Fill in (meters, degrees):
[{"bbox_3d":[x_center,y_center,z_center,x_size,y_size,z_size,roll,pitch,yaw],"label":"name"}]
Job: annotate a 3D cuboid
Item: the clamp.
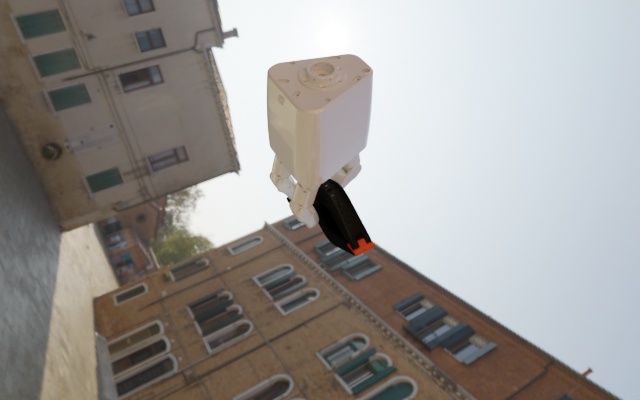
[{"bbox_3d":[0.001,0.002,0.635,0.036,0.210,0.165,-25,-34,-18],"label":"clamp"}]
